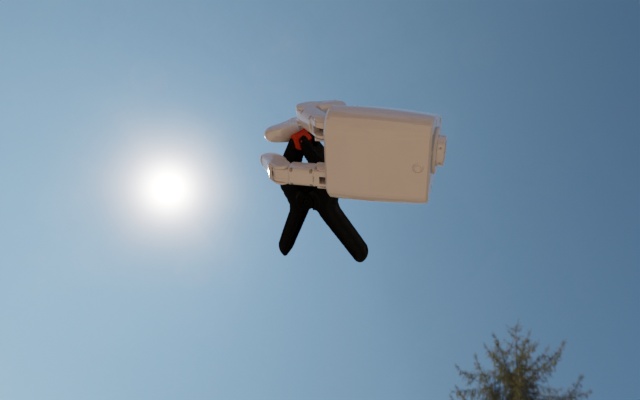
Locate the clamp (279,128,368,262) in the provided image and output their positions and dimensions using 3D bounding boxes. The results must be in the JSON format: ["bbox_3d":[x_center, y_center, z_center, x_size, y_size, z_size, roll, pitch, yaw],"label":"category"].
[{"bbox_3d":[0.000,0.001,0.570,0.120,0.172,0.039,7,30,17],"label":"clamp"}]
